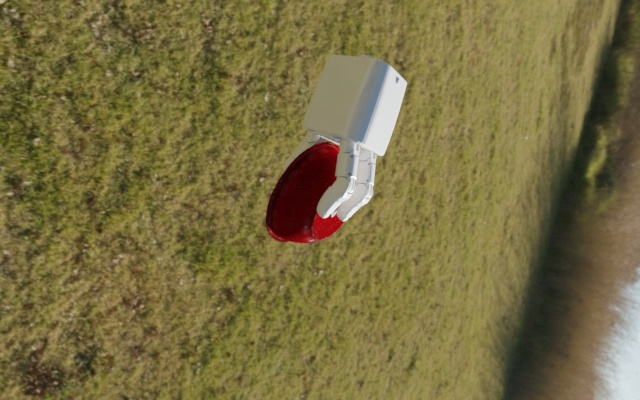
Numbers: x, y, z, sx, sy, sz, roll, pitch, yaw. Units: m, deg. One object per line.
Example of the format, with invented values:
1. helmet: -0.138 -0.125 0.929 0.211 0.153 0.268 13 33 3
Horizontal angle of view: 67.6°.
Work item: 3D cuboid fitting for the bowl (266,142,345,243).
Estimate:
1. bowl: 0.000 0.004 0.667 0.055 0.162 0.162 34 17 28
